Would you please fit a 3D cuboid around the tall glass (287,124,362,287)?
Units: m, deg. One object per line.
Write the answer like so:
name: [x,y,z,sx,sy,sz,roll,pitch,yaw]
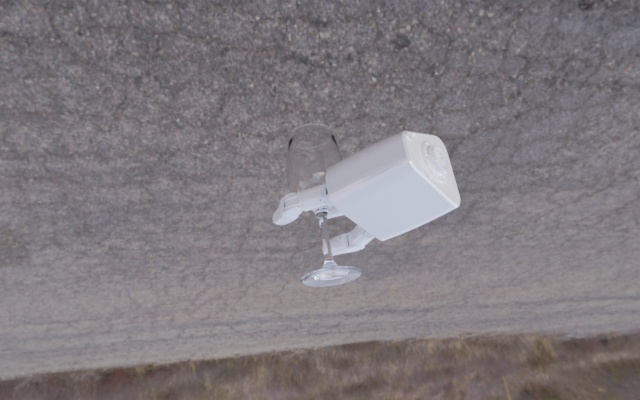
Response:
tall glass: [0.000,0.003,0.609,0.079,0.201,0.079,-7,-24,-3]
